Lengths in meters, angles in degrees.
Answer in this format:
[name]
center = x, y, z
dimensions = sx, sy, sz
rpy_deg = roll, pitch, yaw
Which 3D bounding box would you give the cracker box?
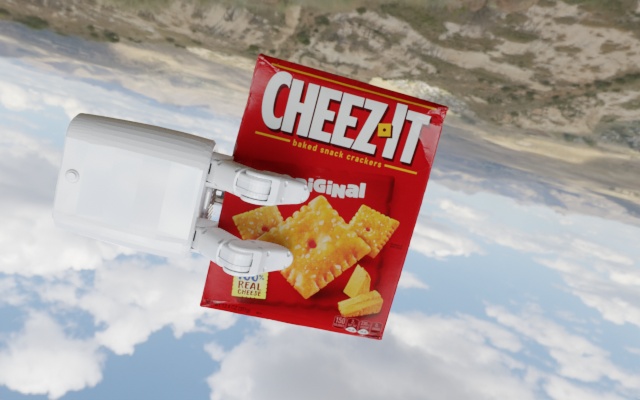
[cracker box]
center = 0.000, 0.002, 0.419
dimensions = 0.164, 0.214, 0.072
rpy_deg = 14, 8, -8
